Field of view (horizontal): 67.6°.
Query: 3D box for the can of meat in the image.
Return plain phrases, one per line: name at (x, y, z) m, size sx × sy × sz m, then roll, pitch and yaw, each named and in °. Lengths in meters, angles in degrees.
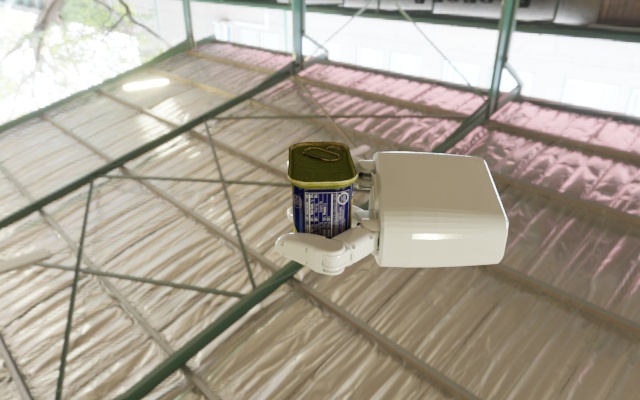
can of meat at (0.000, 0.002, 0.438) m, size 0.057 × 0.084 × 0.102 m, roll -1°, pitch 25°, yaw -3°
